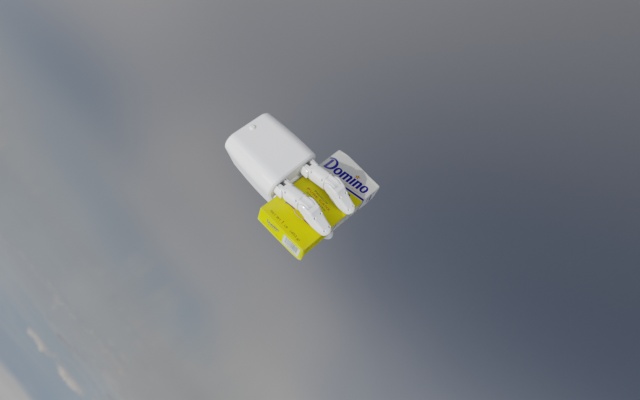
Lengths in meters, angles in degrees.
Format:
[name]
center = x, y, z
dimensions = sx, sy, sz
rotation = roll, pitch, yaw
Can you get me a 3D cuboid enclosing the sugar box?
[sugar box]
center = 0.000, 0.002, 0.739
dimensions = 0.176, 0.093, 0.048
rotation = -40, -12, -27
